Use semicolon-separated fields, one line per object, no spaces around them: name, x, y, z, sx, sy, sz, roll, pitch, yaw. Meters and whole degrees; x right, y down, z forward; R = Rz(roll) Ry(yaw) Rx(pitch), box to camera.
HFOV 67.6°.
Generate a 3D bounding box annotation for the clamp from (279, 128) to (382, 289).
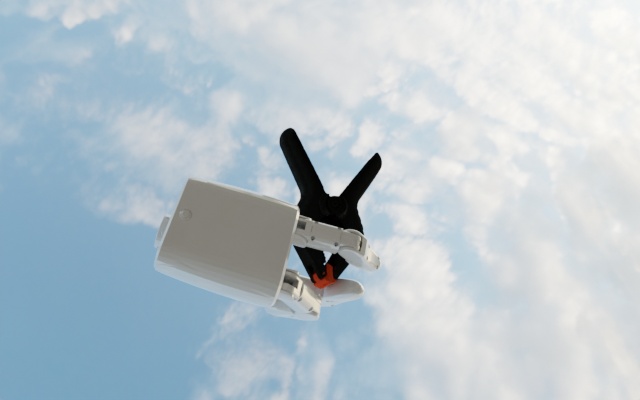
clamp;0.000;0.002;0.498;0.120;0.171;0.039;18;-31;-9
